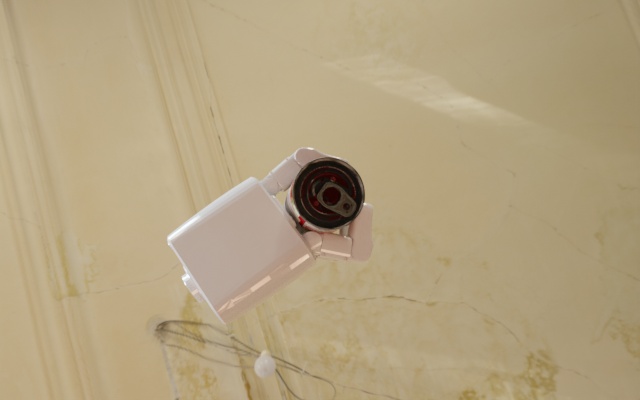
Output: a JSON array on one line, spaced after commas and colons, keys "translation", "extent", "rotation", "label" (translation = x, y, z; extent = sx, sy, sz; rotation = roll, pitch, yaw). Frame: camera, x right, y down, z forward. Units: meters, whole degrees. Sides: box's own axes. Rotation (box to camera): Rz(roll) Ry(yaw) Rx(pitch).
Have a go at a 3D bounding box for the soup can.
[{"translation": [0.000, 0.001, 0.485], "extent": [0.068, 0.068, 0.102], "rotation": [0, -9, -9], "label": "soup can"}]
